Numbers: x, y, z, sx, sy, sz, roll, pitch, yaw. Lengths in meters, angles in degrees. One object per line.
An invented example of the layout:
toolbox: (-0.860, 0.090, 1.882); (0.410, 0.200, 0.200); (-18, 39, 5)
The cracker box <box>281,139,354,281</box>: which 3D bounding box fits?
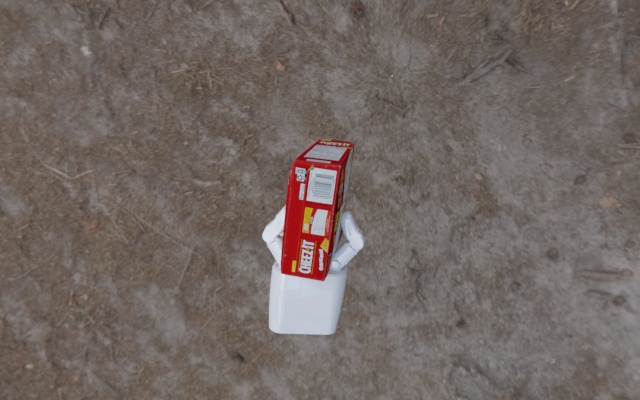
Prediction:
cracker box: (0.000, 0.002, 0.726); (0.072, 0.164, 0.213); (9, 16, 6)
